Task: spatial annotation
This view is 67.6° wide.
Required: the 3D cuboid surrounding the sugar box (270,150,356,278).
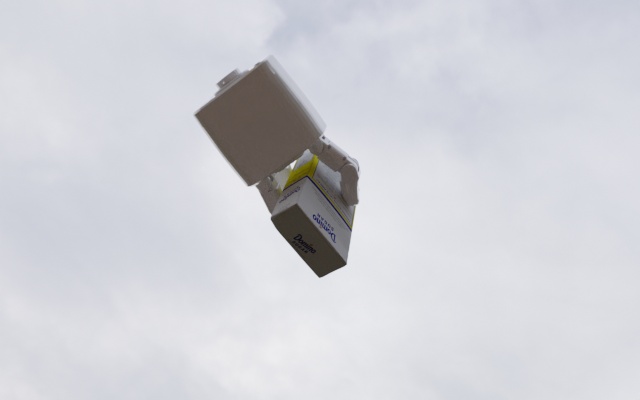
[{"bbox_3d":[0.000,0.002,0.577,0.048,0.093,0.176,-29,21,26],"label":"sugar box"}]
